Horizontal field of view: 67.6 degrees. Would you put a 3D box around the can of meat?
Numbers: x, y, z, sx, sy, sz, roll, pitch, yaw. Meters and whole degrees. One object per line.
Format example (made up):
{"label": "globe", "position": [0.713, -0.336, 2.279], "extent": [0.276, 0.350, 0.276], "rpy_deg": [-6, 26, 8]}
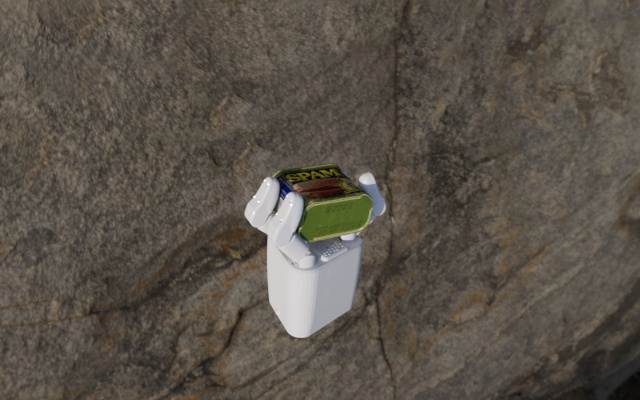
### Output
{"label": "can of meat", "position": [0.000, 0.002, 0.567], "extent": [0.102, 0.057, 0.084], "rpy_deg": [-9, 32, -27]}
